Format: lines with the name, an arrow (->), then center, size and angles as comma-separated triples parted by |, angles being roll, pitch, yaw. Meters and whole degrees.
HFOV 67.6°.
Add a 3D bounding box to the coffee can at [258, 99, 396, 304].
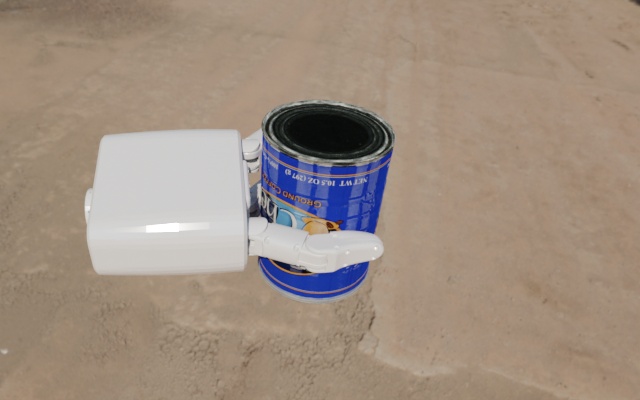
coffee can -> 0.000, 0.001, 0.401 | 0.103, 0.140, 0.102 | 4, 36, -3
